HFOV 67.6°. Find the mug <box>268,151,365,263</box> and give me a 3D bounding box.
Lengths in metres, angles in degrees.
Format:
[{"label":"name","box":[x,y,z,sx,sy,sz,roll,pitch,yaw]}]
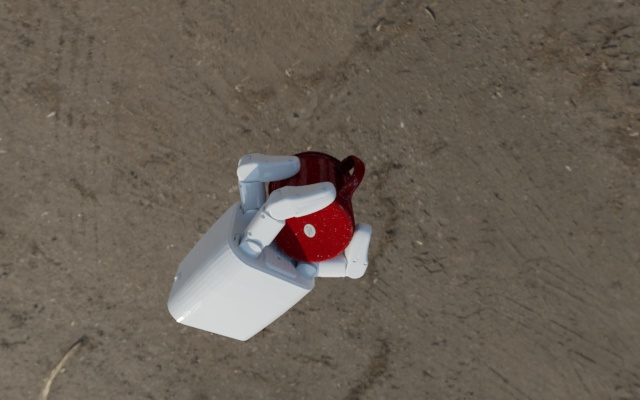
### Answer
[{"label":"mug","box":[0.001,0.001,0.481,0.117,0.093,0.081,-40,25,19]}]
